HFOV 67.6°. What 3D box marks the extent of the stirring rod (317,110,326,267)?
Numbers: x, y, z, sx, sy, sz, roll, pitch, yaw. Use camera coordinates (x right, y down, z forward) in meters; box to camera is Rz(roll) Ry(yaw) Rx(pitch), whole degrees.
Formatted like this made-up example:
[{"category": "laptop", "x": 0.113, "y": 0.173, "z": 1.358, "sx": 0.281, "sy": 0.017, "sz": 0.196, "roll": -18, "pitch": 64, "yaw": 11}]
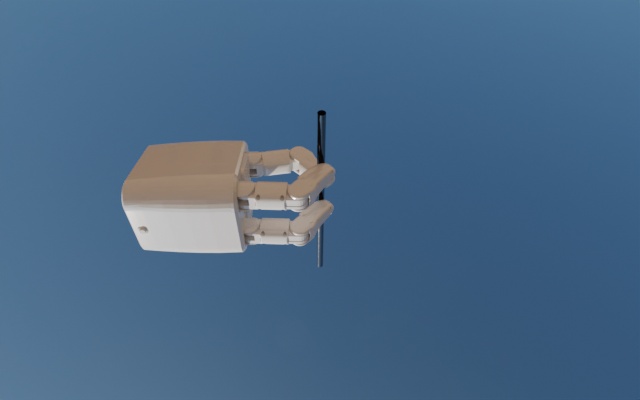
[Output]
[{"category": "stirring rod", "x": 0.000, "y": 0.002, "z": 0.517, "sx": 0.011, "sy": 0.011, "sz": 0.240, "roll": 0, "pitch": -42, "yaw": -1}]
